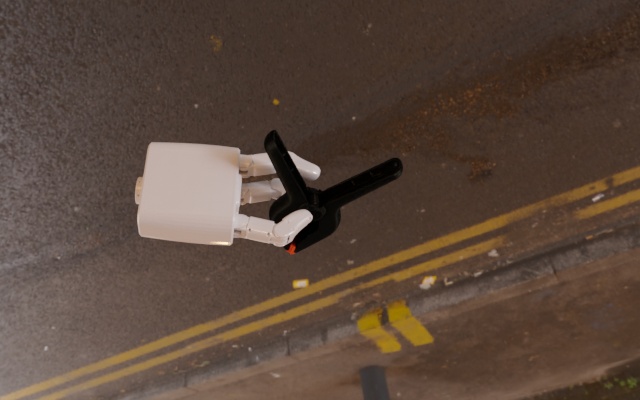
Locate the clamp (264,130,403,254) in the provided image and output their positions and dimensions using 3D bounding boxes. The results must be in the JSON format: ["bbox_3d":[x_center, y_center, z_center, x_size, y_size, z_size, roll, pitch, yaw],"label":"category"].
[{"bbox_3d":[0.000,0.003,0.604,0.164,0.036,0.210,7,-40,-10],"label":"clamp"}]
